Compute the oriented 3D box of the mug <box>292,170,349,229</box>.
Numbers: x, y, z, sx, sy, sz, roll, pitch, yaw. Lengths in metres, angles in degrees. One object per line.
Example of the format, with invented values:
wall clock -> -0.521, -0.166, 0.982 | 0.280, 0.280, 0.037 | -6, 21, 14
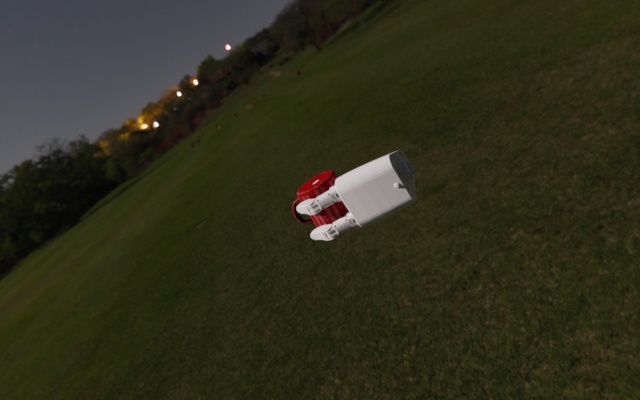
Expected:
mug -> -0.001, 0.003, 0.889 | 0.117, 0.081, 0.093 | -26, 16, 23
